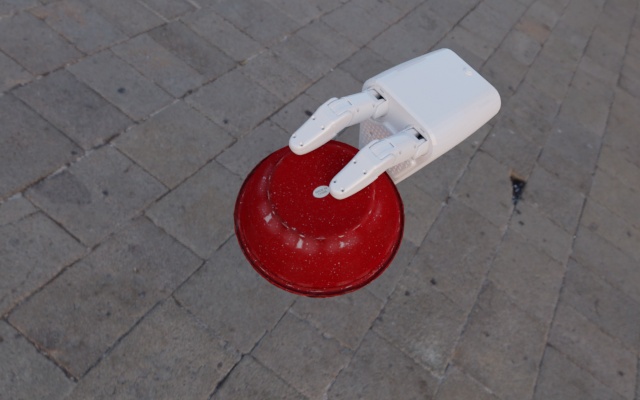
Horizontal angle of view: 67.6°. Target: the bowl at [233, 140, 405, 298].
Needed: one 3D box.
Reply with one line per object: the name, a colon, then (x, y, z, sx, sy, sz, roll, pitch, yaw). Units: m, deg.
bowl: (-0.001, 0.002, 0.428, 0.162, 0.162, 0.055, 0, -25, -2)
